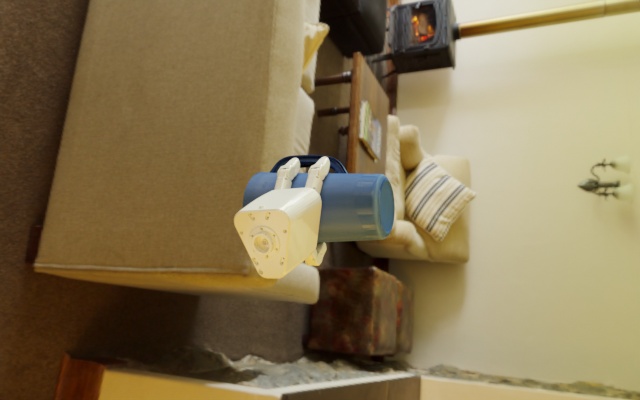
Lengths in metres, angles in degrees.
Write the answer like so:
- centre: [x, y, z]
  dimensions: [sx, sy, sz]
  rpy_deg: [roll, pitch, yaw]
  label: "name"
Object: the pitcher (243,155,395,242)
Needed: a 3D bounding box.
- centre: [0.000, 0.003, 0.828]
  dimensions: [0.243, 0.149, 0.145]
  rpy_deg: [-1, 16, 24]
  label: "pitcher"
